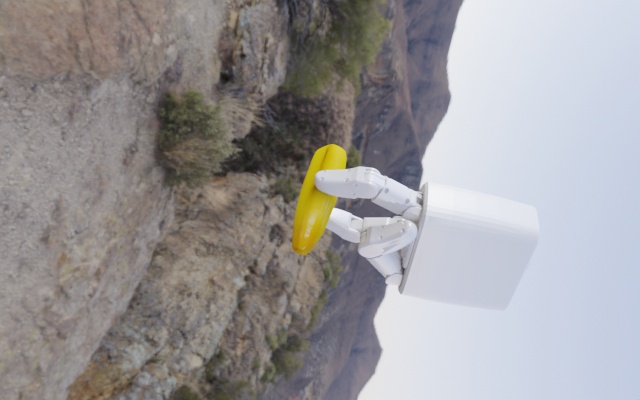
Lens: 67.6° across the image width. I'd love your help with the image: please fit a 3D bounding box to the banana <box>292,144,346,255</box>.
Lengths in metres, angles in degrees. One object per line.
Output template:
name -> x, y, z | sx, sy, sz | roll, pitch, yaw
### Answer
banana -> 0.003, -0.016, 0.502 | 0.037, 0.070, 0.197 | 11, 24, 3
